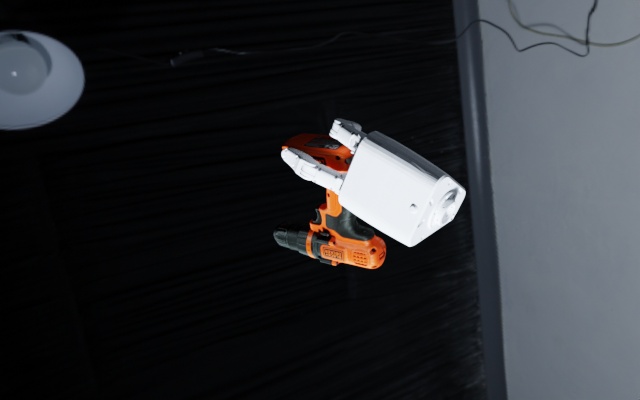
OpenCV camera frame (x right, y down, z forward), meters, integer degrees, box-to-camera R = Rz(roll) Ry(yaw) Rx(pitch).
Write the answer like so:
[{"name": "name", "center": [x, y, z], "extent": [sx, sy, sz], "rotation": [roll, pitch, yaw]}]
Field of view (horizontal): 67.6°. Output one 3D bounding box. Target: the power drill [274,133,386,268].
[{"name": "power drill", "center": [0.000, 0.002, 0.674], "extent": [0.184, 0.188, 0.057], "rotation": [8, 33, 29]}]
